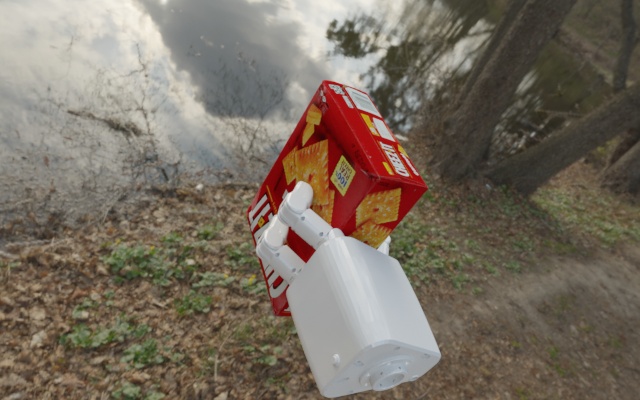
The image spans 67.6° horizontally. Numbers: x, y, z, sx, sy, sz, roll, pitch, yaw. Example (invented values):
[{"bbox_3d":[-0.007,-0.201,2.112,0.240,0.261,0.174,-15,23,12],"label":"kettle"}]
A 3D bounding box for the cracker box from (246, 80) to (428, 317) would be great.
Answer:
[{"bbox_3d":[0.000,0.002,0.528,0.072,0.164,0.214,11,-51,-33],"label":"cracker box"}]
